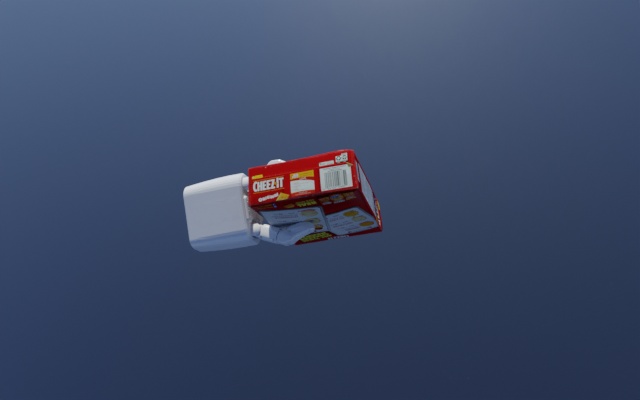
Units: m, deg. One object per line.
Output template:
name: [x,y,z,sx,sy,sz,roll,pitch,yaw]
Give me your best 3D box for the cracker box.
cracker box: [0.000,0.003,0.771,0.164,0.072,0.214,-10,-22,13]
